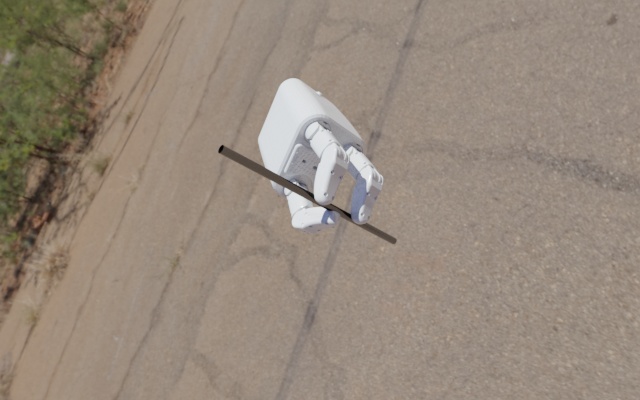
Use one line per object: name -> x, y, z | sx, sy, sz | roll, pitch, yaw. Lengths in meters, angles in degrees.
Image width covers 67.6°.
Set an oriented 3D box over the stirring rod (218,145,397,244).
stirring rod -> 0.000, 0.002, 0.478 | 0.239, 0.011, 0.011 | 28, -18, -37
